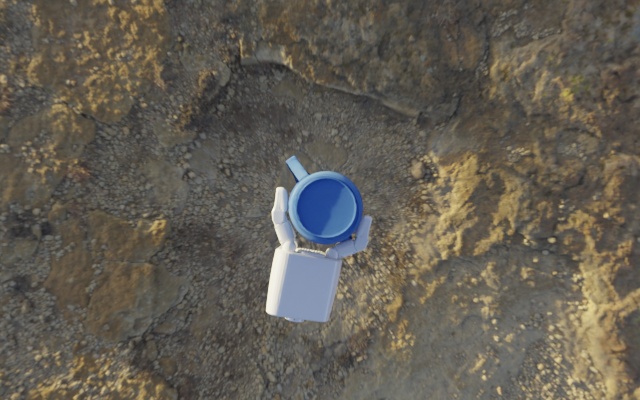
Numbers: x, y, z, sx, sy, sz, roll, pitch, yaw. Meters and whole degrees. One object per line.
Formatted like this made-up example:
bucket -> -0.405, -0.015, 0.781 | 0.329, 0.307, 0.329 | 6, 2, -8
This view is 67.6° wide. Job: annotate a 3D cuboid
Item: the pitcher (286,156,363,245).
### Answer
pitcher -> 0.000, 0.003, 0.807 | 0.149, 0.145, 0.243 | 11, -1, -1
